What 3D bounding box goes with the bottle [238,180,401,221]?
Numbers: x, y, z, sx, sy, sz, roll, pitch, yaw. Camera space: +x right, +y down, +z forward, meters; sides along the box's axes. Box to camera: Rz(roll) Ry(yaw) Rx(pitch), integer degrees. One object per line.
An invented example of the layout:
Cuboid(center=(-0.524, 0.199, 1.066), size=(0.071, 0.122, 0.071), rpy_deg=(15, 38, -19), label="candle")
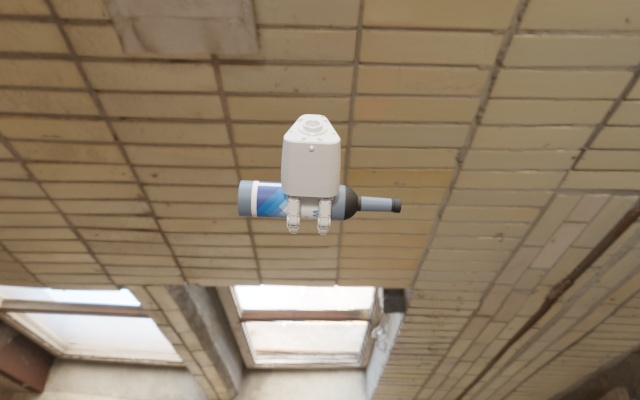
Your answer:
Cuboid(center=(0.000, 0.003, 0.879), size=(0.296, 0.069, 0.069), rpy_deg=(3, 0, -1), label="bottle")
